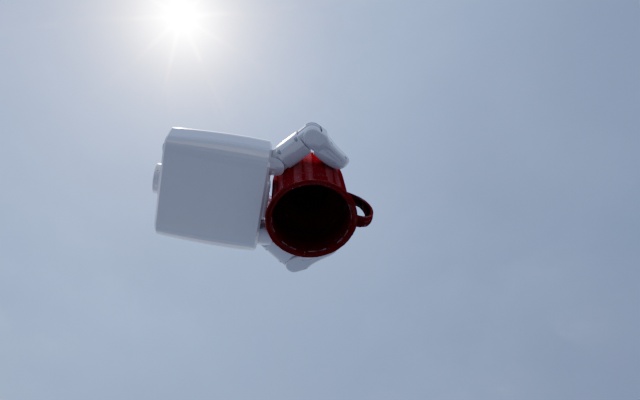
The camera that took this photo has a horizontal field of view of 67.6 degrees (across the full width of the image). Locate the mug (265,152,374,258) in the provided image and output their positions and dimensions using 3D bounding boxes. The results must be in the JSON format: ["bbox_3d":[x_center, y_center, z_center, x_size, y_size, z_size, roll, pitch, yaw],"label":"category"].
[{"bbox_3d":[0.001,0.002,0.513,0.117,0.093,0.081,9,30,-10],"label":"mug"}]
